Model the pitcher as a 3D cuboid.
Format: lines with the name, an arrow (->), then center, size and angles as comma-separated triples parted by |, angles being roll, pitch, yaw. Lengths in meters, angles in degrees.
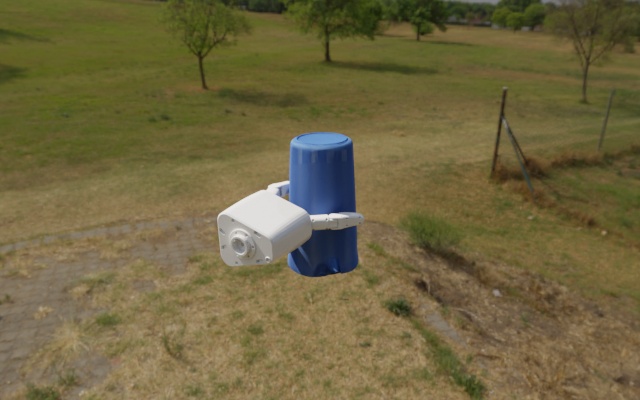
pitcher -> 0.000, 0.003, 0.867 | 0.149, 0.243, 0.145 | 12, 24, 30
